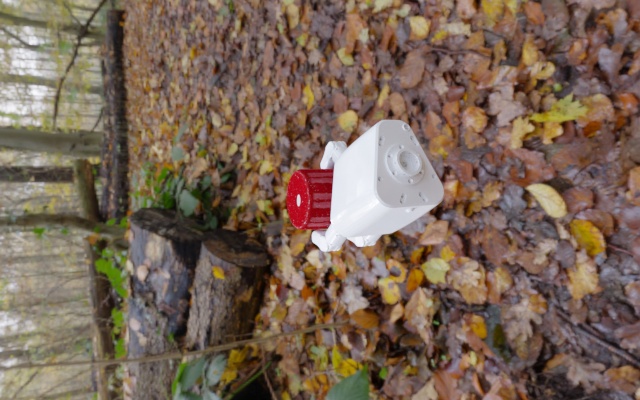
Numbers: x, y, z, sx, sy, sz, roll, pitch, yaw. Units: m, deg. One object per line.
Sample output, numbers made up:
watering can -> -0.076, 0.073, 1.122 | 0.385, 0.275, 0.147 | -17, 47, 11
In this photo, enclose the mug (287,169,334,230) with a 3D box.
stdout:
mug -> -0.001, 0.003, 0.662 | 0.081, 0.093, 0.117 | -1, -20, -25
